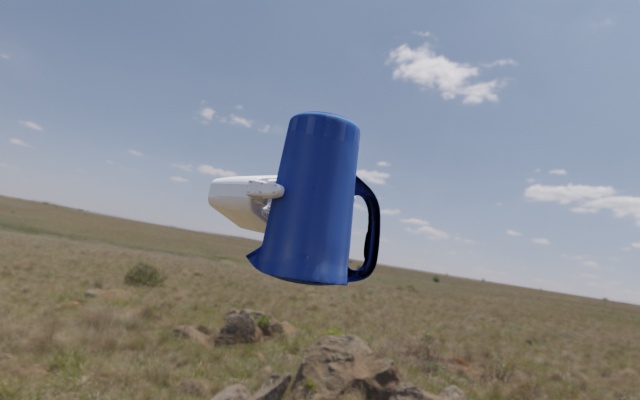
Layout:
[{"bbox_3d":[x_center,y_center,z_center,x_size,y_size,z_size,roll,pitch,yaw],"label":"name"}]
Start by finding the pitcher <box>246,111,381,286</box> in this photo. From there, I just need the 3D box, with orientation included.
[{"bbox_3d":[0.000,0.002,0.701,0.145,0.243,0.149,3,-10,39],"label":"pitcher"}]
